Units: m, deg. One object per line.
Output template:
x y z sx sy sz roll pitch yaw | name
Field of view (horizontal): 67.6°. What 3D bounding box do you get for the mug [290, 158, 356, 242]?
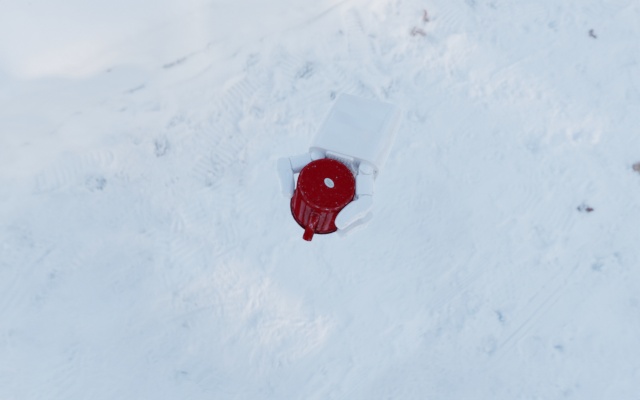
-0.001 0.003 0.673 0.093 0.117 0.081 23 -23 3 | mug
